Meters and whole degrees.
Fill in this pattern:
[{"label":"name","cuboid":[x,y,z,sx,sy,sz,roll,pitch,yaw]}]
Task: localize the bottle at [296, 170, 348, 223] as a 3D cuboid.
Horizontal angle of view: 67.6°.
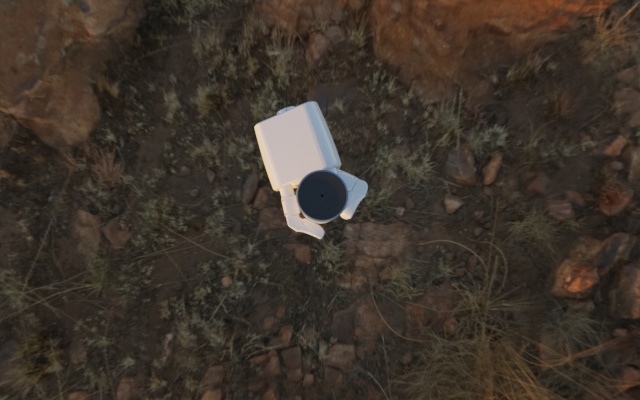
[{"label":"bottle","cuboid":[0.000,0.003,0.750,0.069,0.069,0.296,0,-3,-1]}]
